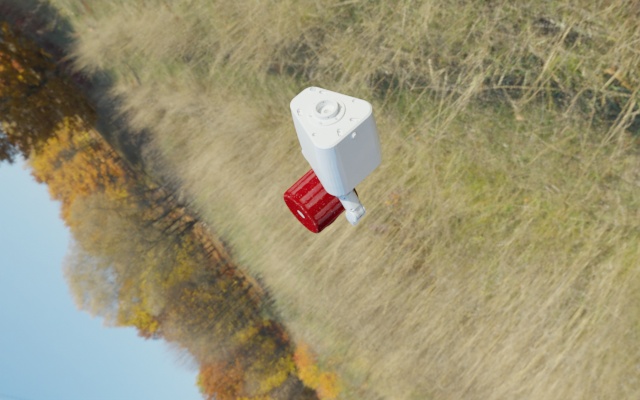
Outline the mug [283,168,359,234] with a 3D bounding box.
[{"bbox_3d":[0.000,0.003,0.741,0.093,0.081,0.117,39,-18,32],"label":"mug"}]
